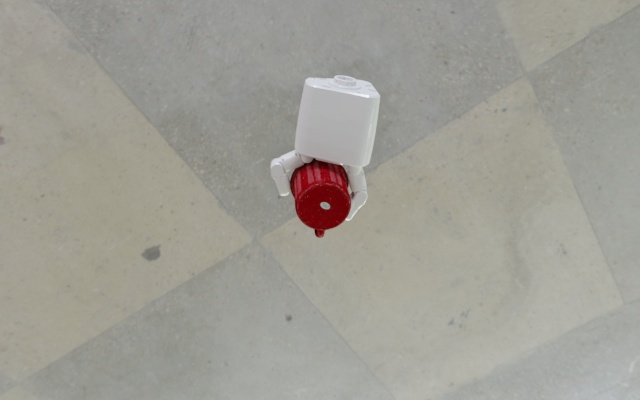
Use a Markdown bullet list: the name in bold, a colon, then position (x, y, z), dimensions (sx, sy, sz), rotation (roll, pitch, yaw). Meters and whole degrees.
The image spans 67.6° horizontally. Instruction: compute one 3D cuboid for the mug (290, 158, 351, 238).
- **mug**: position (0.000, 0.004, 0.724), dimensions (0.093, 0.117, 0.081), rotation (3, 27, -7)
